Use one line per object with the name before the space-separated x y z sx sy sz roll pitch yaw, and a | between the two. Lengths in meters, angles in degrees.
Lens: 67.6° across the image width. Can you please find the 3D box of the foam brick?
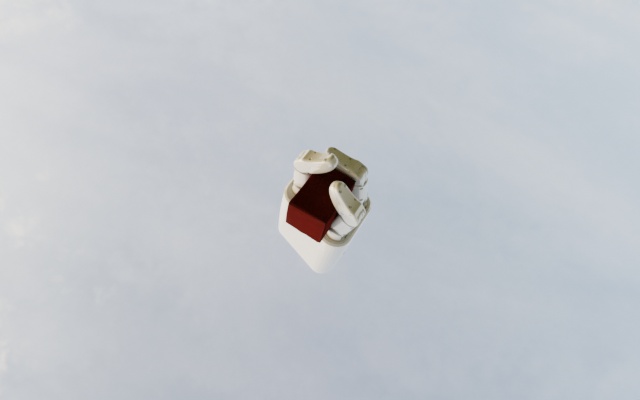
foam brick | 0.000 0.002 0.589 0.053 0.078 0.051 32 -32 9
